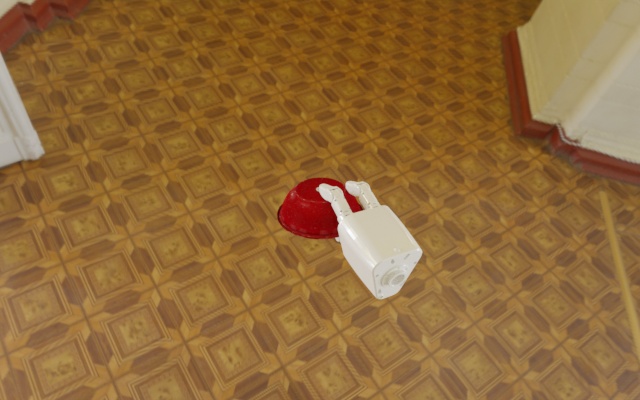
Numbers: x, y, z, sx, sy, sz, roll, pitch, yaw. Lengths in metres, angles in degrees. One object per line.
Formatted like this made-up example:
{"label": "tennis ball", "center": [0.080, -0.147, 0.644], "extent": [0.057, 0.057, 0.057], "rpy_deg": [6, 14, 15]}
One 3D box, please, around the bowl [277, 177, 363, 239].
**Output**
{"label": "bowl", "center": [-0.001, 0.002, 0.871], "extent": [0.162, 0.055, 0.162], "rpy_deg": [0, 31, 0]}
